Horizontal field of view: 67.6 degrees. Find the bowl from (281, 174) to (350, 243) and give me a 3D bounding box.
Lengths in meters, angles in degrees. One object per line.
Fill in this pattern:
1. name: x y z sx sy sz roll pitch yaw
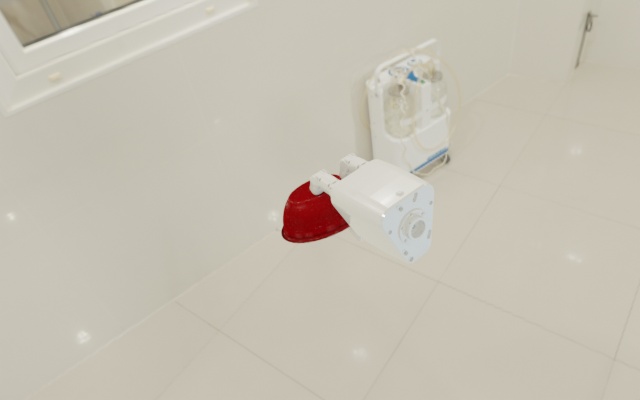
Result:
1. bowl: -0.001 0.002 0.780 0.162 0.055 0.162 -21 21 8
